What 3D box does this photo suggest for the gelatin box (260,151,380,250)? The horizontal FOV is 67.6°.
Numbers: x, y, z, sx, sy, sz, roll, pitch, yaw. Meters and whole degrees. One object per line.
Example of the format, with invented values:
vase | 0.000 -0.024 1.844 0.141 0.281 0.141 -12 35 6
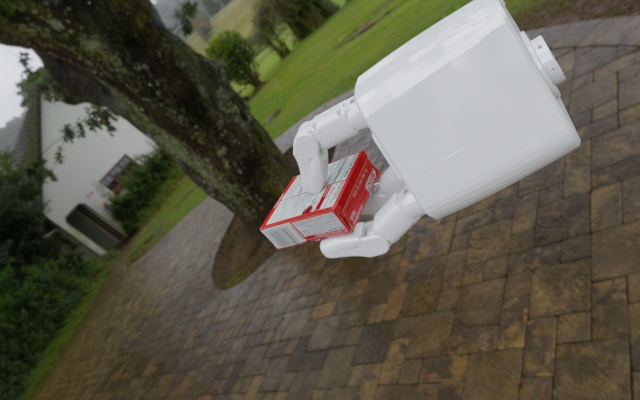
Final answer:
gelatin box | 0.000 0.001 0.411 0.089 0.030 0.073 -17 32 39
